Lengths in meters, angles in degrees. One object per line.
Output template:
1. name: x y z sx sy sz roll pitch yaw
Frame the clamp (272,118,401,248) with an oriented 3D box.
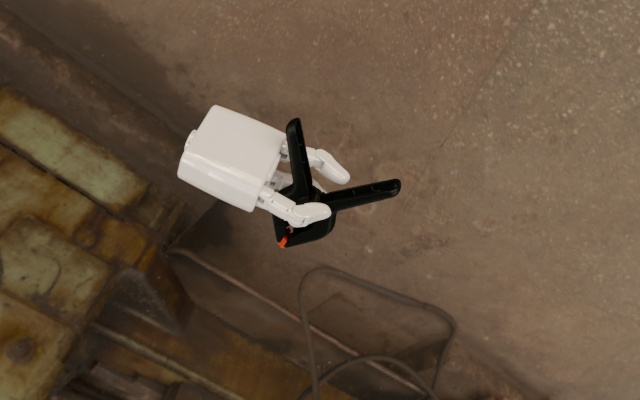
1. clamp: -0.001 0.003 0.655 0.164 0.210 0.036 26 42 -3
